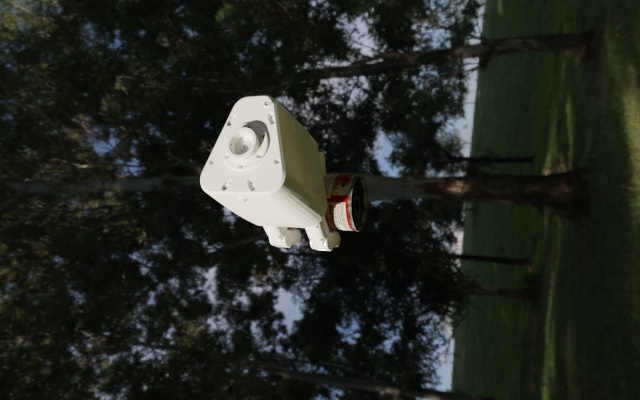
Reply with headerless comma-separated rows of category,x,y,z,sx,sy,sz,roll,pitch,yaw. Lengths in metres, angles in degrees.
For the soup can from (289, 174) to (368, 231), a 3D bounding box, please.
soup can,0.000,0.002,0.584,0.102,0.068,0.068,1,0,22
